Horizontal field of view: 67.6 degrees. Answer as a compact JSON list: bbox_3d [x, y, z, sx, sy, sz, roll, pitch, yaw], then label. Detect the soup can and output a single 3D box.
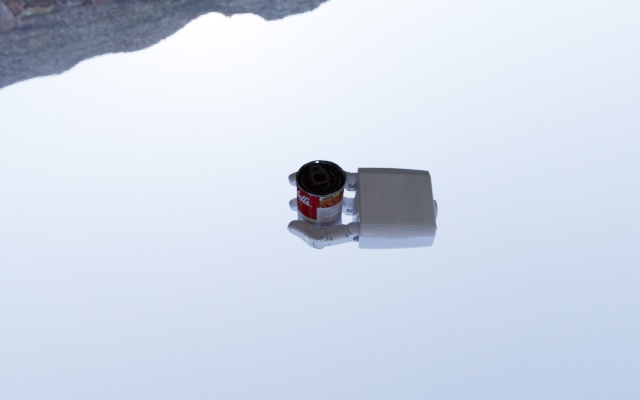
[{"bbox_3d":[0.000,0.002,0.673,0.068,0.068,0.102,0,-42,-1],"label":"soup can"}]
